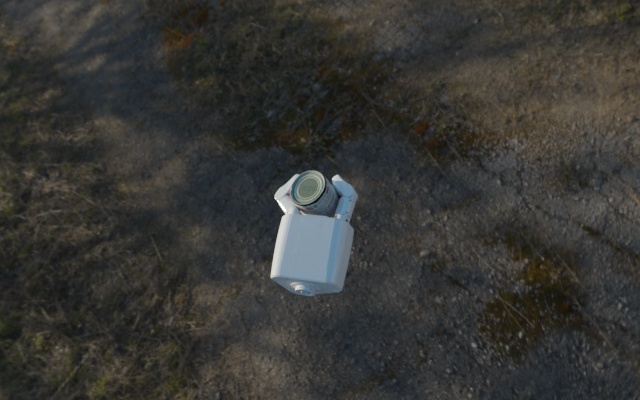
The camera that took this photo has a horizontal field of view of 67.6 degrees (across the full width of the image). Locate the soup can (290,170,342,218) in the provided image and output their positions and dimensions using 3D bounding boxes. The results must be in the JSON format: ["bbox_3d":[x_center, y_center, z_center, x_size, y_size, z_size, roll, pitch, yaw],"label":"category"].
[{"bbox_3d":[0.000,0.002,0.809,0.068,0.068,0.102,0,-28,29],"label":"soup can"}]
